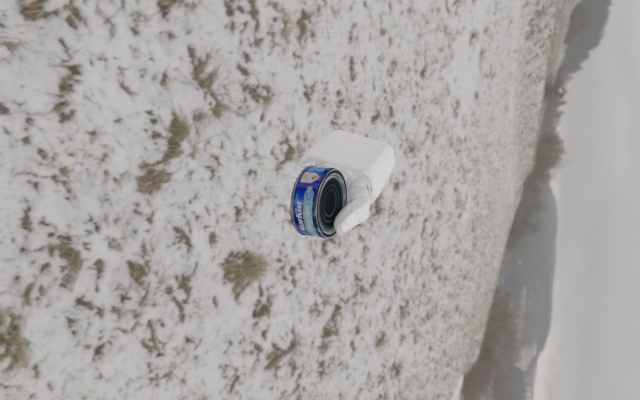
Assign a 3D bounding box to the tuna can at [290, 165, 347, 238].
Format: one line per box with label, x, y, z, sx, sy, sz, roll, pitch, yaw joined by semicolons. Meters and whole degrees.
tuna can;0.001;0.002;0.572;0.034;0.086;0.086;7;3;27
